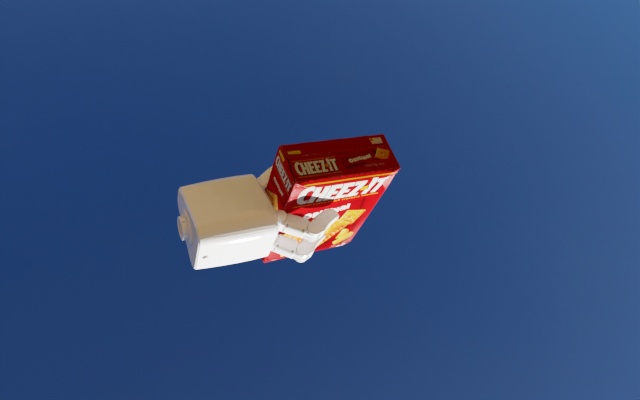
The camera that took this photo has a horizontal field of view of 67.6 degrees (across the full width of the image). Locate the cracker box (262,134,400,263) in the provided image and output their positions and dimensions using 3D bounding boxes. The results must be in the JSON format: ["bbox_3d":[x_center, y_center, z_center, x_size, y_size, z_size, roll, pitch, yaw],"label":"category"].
[{"bbox_3d":[0.000,0.002,0.713,0.164,0.072,0.214,-10,-30,-26],"label":"cracker box"}]
